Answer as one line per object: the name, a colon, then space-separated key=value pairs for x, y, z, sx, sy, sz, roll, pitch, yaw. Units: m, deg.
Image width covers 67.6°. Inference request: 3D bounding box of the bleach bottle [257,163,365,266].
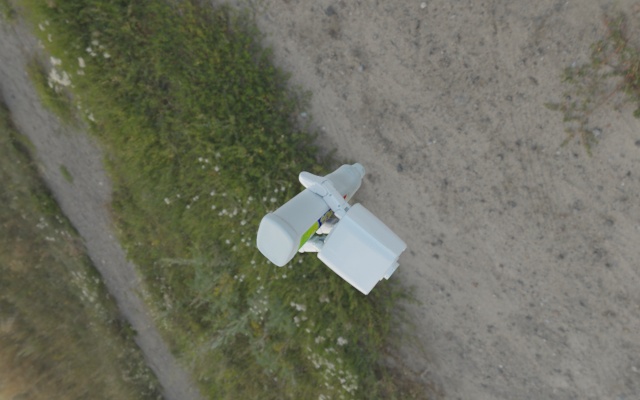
bleach bottle: x=0.000 y=0.003 z=0.818 sx=0.250 sy=0.068 sz=0.103 roll=-41 pitch=-15 yaw=-37
